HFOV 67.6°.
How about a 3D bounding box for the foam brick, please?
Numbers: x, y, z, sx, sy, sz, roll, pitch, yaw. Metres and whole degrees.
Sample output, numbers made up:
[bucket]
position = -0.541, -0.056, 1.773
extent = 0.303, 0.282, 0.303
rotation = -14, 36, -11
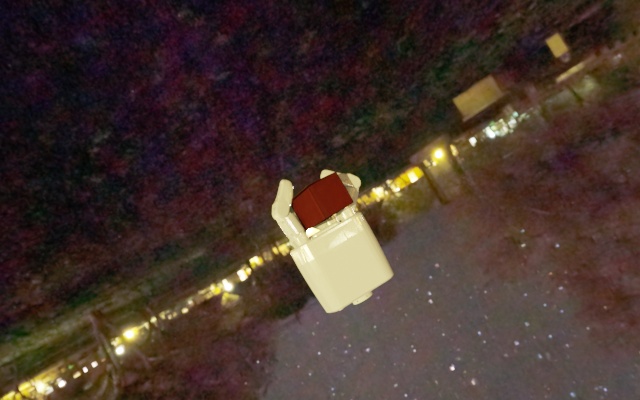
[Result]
[foam brick]
position = 0.000, 0.002, 0.677
extent = 0.053, 0.051, 0.078
rotation = -28, -4, -28
